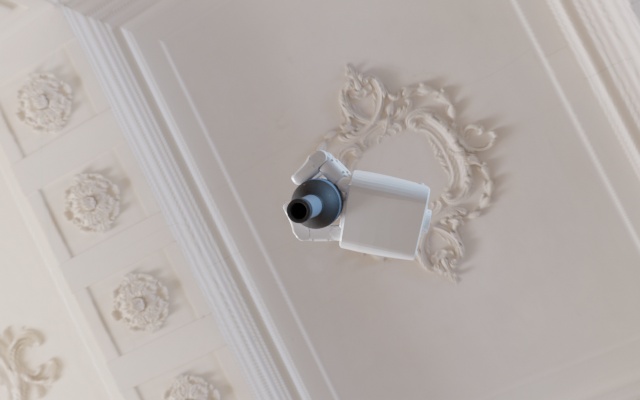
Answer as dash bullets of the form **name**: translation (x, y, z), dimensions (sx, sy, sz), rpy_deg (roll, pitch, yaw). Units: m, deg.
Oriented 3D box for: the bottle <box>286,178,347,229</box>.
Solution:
- **bottle**: translation (0.000, 0.002, 0.664), dimensions (0.069, 0.069, 0.295), rpy_deg (0, 4, 9)
